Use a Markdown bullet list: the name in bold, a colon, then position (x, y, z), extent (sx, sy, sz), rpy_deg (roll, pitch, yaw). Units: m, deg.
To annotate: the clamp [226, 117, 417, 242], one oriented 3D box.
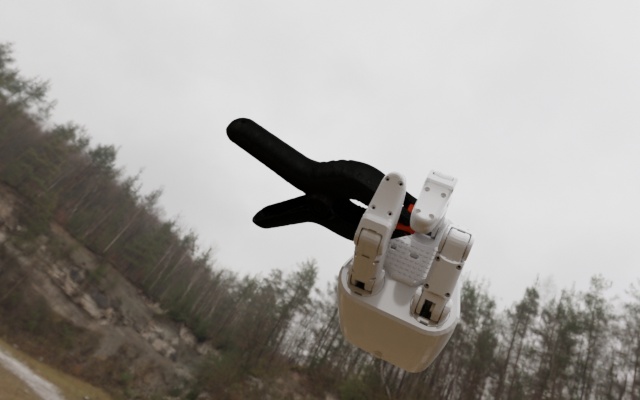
- **clamp**: position (0.000, 0.001, 0.407), extent (0.171, 0.039, 0.120), rpy_deg (23, -33, 17)
